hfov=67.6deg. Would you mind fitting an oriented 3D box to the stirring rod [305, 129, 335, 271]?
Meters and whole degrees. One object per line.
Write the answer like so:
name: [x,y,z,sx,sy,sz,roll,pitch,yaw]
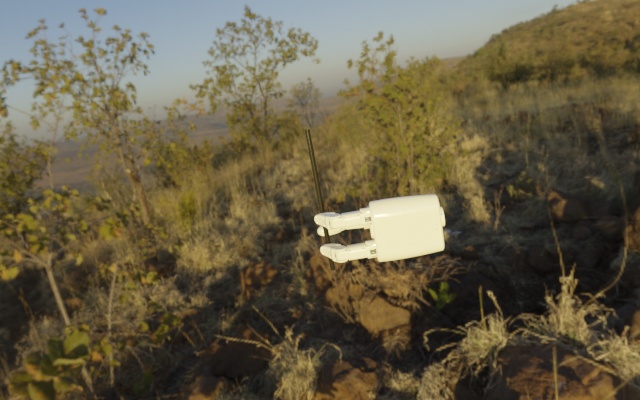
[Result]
stirring rod: [0.000,0.003,0.784,0.011,0.239,0.011,-10,14,2]
